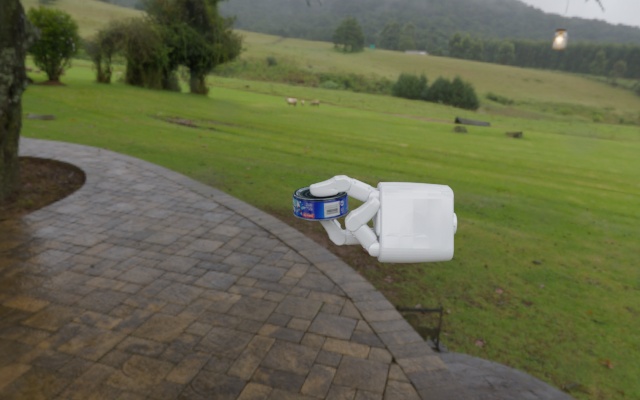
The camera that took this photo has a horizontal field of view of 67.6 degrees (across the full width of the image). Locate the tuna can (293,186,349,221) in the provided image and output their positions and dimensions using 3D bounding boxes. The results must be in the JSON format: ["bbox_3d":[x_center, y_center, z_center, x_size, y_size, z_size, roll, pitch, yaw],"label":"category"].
[{"bbox_3d":[0.000,0.002,0.732,0.086,0.034,0.086,-2,17,1],"label":"tuna can"}]
